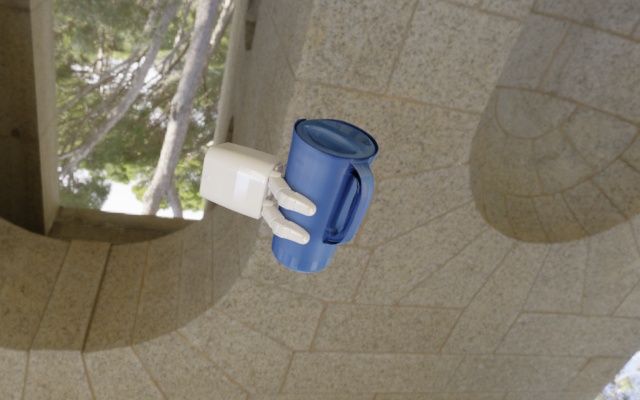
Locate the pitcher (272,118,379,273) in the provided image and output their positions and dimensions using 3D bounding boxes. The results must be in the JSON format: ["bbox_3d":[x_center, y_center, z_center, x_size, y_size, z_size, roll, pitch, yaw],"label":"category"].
[{"bbox_3d":[0.000,0.002,0.767,0.145,0.243,0.149,19,31,4],"label":"pitcher"}]
